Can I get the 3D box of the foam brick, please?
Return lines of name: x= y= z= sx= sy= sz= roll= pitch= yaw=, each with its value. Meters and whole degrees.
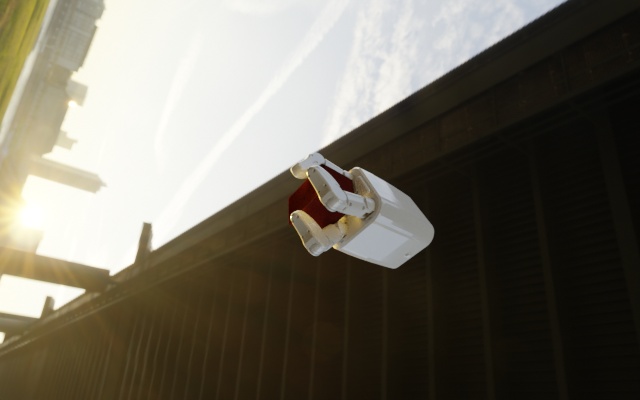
foam brick: x=0.000 y=0.002 z=0.626 sx=0.051 sy=0.053 sz=0.078 roll=28 pitch=-53 yaw=-26
